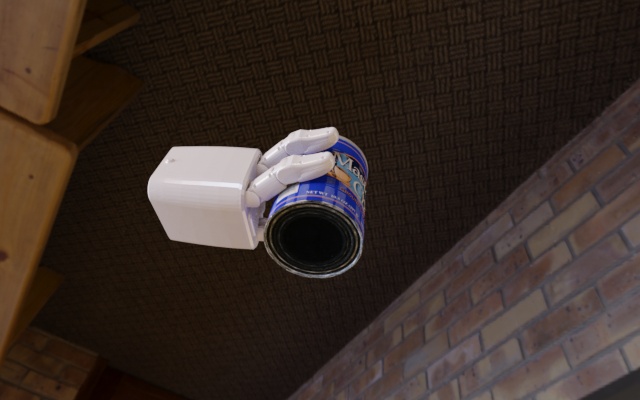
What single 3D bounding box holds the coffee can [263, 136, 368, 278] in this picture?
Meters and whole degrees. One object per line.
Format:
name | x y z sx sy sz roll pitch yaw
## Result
coffee can | 0.000 0.002 0.538 0.103 0.103 0.140 0 36 8
